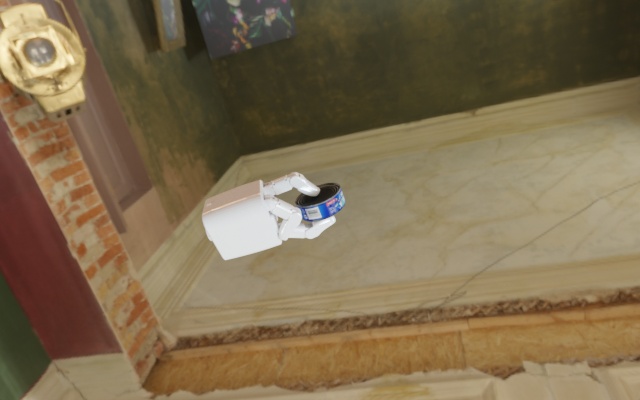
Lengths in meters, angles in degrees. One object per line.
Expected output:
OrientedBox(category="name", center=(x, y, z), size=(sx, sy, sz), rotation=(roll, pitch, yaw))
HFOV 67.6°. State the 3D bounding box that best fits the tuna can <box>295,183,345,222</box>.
OrientedBox(category="tuna can", center=(0.000, 0.003, 0.854), size=(0.086, 0.034, 0.086), rotation=(-18, 22, 8))
